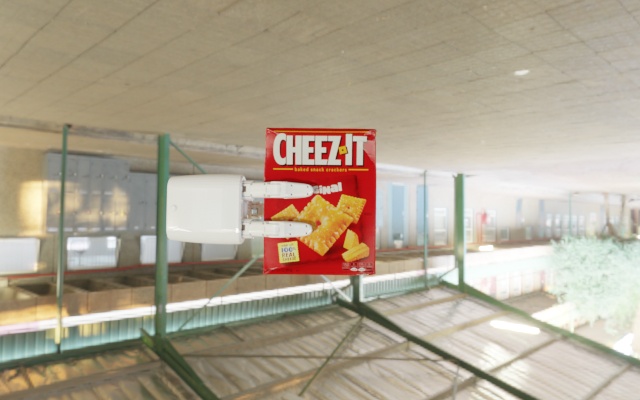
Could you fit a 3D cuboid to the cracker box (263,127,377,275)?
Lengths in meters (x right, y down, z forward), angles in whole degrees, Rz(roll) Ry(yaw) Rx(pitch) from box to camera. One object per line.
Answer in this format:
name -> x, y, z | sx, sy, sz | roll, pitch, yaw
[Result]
cracker box -> 0.000, 0.003, 0.708 | 0.164, 0.213, 0.072 | 1, -2, 0
